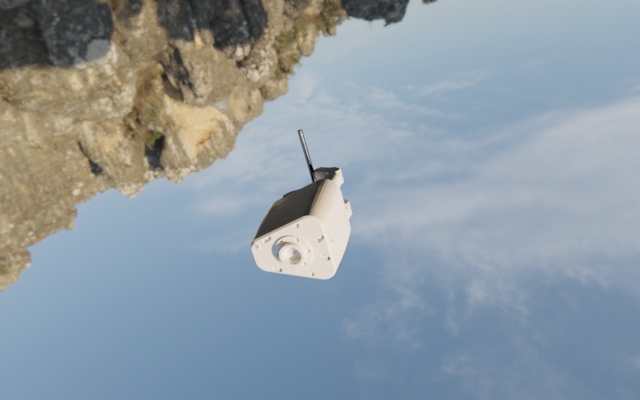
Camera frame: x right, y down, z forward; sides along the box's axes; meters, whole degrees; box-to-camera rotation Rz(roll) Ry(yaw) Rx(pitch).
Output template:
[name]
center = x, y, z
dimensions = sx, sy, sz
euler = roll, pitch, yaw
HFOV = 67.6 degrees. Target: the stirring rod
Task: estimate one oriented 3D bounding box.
[stirring rod]
center = 0.000, 0.002, 0.755
dimensions = 0.011, 0.240, 0.011
euler = -14, 23, 6
